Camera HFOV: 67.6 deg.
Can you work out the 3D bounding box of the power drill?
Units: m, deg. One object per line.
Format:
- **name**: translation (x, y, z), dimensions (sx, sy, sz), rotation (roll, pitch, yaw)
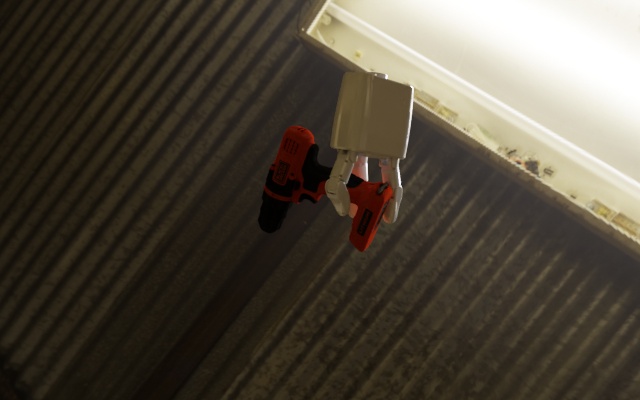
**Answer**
- **power drill**: translation (0.001, 0.002, 0.727), dimensions (0.187, 0.184, 0.057), rotation (26, 28, 12)
